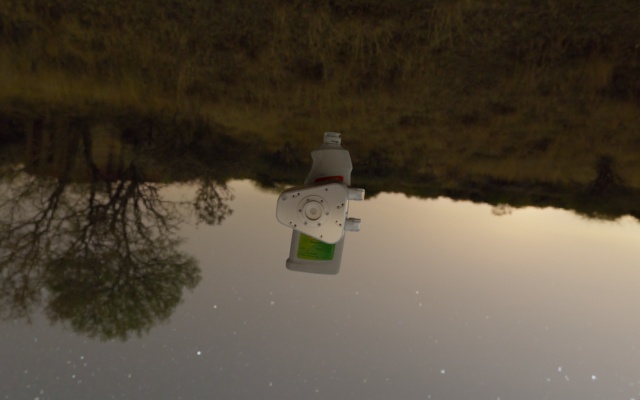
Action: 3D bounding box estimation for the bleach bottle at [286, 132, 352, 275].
[{"bbox_3d":[0.000,0.003,0.861,0.102,0.251,0.068,6,3,0],"label":"bleach bottle"}]
